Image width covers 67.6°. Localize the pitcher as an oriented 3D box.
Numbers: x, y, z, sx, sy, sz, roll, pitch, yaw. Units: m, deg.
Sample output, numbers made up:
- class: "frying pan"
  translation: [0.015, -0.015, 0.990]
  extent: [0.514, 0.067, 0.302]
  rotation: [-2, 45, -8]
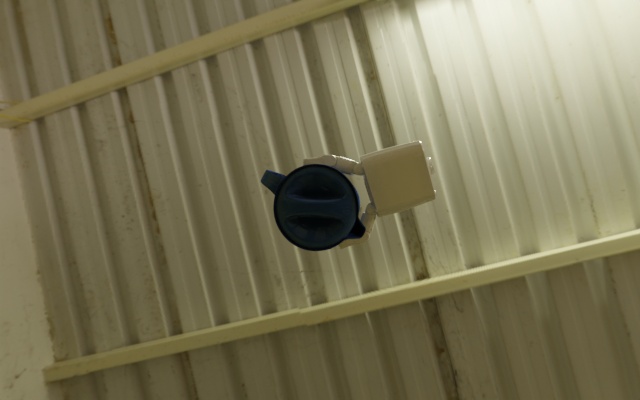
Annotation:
- class: "pitcher"
  translation: [0.000, 0.003, 0.839]
  extent: [0.145, 0.149, 0.243]
  rotation: [-17, -1, 8]
